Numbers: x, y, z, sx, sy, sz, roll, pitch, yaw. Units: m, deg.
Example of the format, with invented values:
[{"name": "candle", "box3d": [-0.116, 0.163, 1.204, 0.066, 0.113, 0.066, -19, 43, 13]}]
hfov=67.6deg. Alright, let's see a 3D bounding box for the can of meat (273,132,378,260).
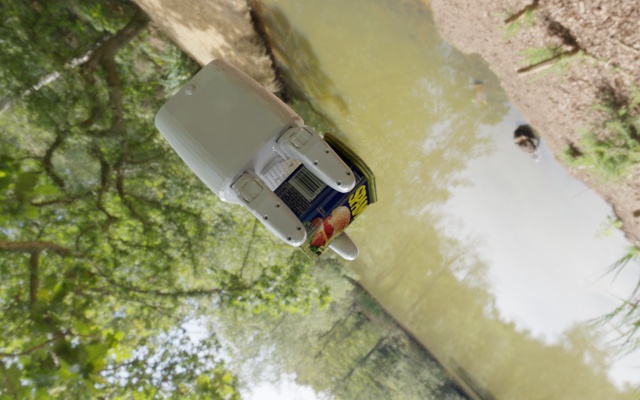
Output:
[{"name": "can of meat", "box3d": [0.000, 0.002, 0.419, 0.057, 0.084, 0.102, 43, -6, 17]}]
